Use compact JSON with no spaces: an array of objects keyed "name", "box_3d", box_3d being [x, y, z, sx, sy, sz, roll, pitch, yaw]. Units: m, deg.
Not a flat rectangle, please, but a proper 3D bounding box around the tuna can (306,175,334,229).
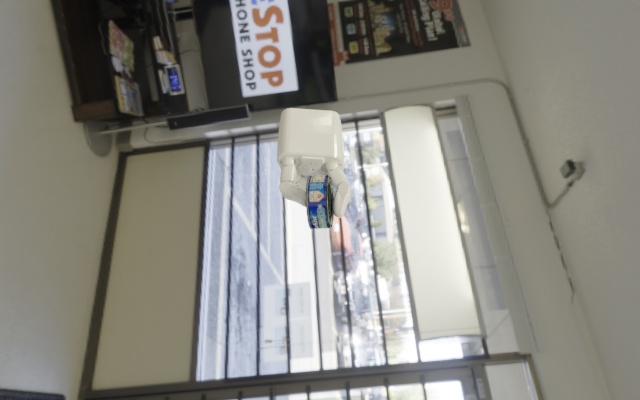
[{"name":"tuna can","box_3d":[0.001,0.003,0.756,0.034,0.086,0.086,-2,0,8]}]
